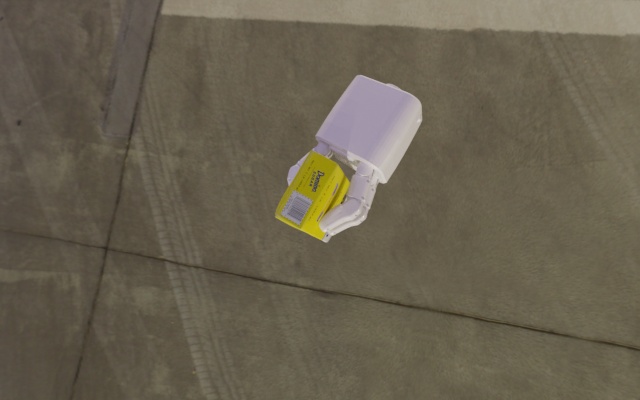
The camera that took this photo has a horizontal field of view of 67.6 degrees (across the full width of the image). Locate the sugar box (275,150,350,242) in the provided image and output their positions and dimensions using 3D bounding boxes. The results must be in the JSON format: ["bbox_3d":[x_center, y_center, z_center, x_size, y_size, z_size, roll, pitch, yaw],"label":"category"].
[{"bbox_3d":[0.001,0.002,0.649,0.048,0.093,0.176,30,-2,17],"label":"sugar box"}]
